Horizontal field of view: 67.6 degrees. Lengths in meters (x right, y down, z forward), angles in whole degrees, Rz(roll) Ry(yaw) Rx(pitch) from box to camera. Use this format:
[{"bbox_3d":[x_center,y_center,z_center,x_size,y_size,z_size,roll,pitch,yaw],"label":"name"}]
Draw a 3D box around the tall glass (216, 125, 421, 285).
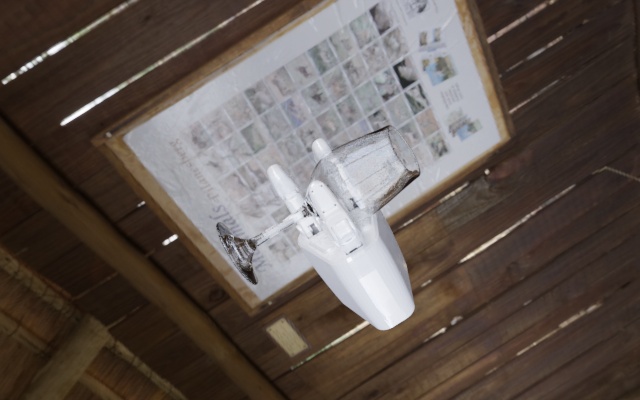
[{"bbox_3d":[-0.001,0.002,0.484,0.201,0.079,0.079,-32,0,0],"label":"tall glass"}]
